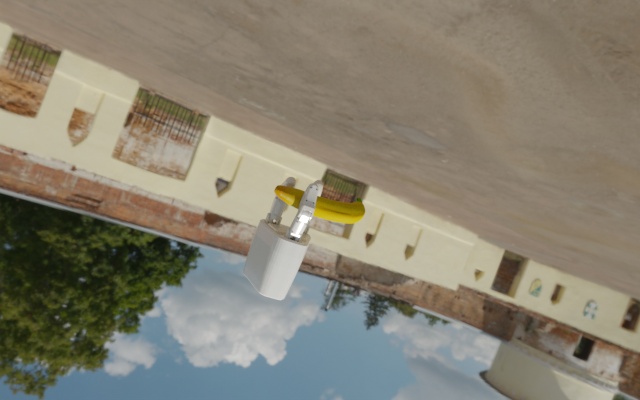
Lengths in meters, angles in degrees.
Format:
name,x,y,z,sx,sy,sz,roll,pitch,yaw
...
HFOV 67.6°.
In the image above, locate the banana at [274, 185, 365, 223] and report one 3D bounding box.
name,x,y,z,sx,sy,sz,roll,pitch,yaw
banana,0.013,0.011,0.831,0.198,0.037,0.069,10,17,-39
